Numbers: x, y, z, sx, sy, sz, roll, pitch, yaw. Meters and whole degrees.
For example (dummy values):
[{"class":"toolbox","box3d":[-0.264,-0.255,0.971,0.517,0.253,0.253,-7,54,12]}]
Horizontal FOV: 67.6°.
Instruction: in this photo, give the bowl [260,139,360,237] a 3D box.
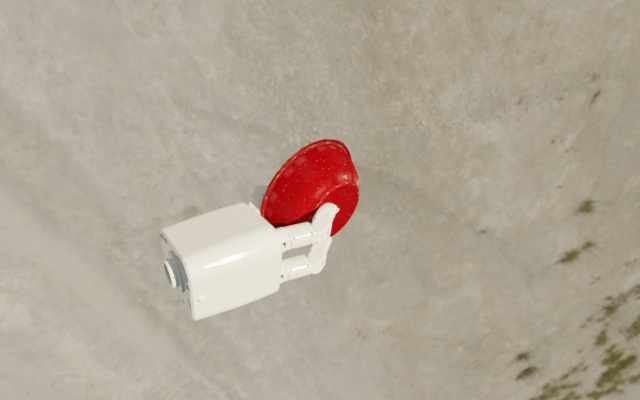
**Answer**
[{"class":"bowl","box3d":[0.001,0.002,0.632,0.055,0.162,0.162,39,22,31]}]
